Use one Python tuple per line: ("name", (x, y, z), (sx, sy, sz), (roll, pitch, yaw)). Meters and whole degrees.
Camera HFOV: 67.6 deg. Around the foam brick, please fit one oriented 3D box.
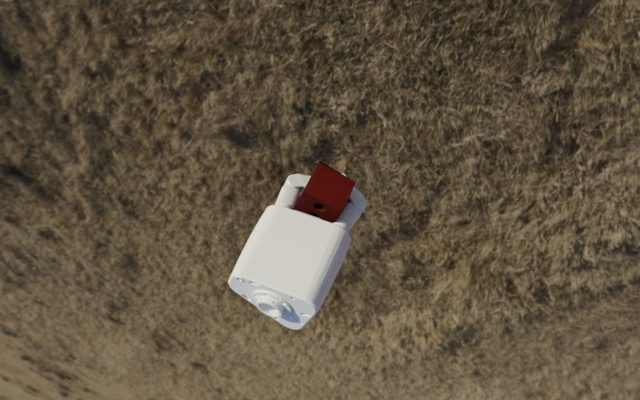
("foam brick", (0.000, 0.002, 0.594), (0.053, 0.051, 0.078), (29, -37, -2))
